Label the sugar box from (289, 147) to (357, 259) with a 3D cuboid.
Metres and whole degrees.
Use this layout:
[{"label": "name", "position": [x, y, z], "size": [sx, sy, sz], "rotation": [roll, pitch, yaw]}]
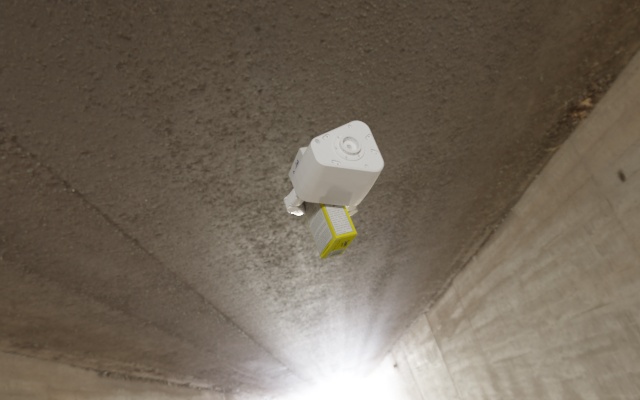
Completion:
[{"label": "sugar box", "position": [0.001, 0.003, 0.819], "size": [0.048, 0.176, 0.093], "rotation": [-10, -24, -22]}]
